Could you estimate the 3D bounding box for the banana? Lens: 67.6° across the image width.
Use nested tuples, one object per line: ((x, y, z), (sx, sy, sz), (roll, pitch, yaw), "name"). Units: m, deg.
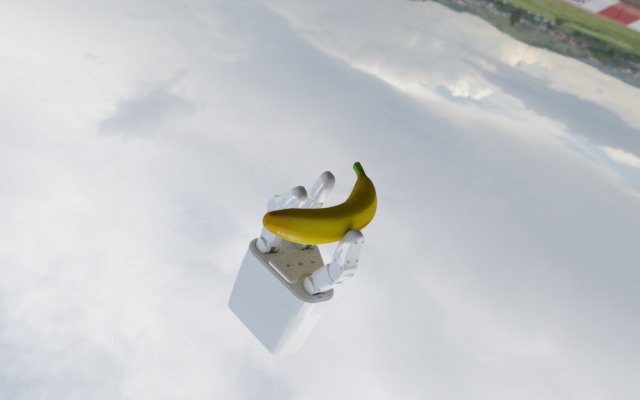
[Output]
((0.016, 0.012, 0.520), (0.069, 0.037, 0.197), (39, 33, 13), "banana")
